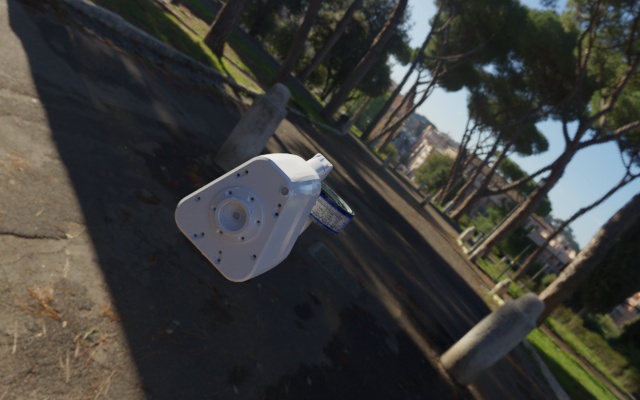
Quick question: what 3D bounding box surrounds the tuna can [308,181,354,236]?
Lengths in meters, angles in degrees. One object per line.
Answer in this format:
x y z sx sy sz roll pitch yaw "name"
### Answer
0.000 0.001 0.584 0.086 0.034 0.086 41 8 -7 "tuna can"
